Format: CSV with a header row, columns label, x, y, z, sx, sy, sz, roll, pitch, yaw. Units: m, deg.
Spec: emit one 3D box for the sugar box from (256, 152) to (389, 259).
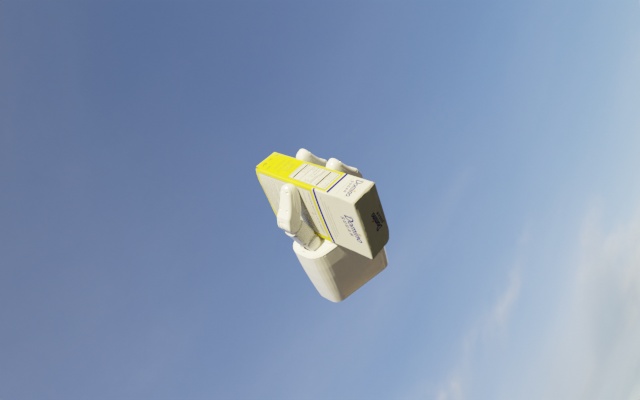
label,x,y,z,sx,sy,sz,roll,pitch,yaw
sugar box,0.000,0.002,0.599,0.176,0.093,0.048,18,52,40
